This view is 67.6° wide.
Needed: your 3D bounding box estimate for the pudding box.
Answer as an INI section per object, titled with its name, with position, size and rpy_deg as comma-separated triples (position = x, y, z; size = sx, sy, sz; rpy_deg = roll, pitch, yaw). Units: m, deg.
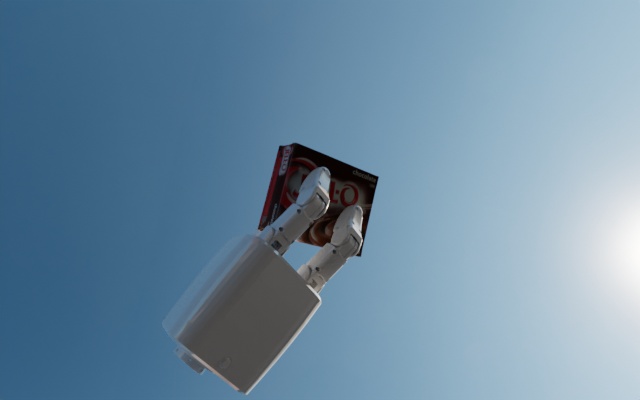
[pudding box]
position = 0.000, 0.002, 0.488
size = 0.113, 0.090, 0.039
rpy_deg = 19, -9, -35
